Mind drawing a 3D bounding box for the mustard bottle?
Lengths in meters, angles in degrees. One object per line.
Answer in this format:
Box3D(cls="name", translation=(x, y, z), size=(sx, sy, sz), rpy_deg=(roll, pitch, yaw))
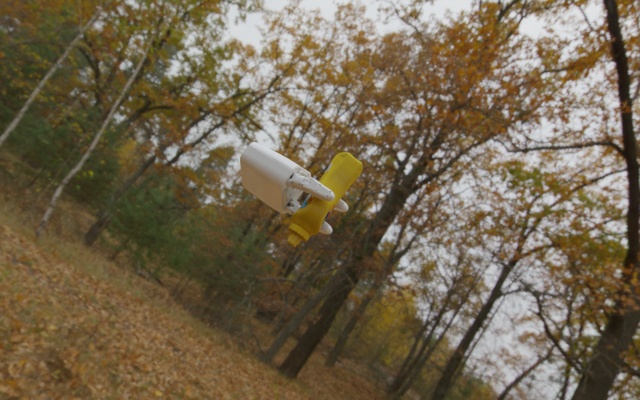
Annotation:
Box3D(cls="mustard bottle", translation=(0.001, 0.003, 0.877), size=(0.058, 0.191, 0.096), rpy_deg=(38, -15, -7))
